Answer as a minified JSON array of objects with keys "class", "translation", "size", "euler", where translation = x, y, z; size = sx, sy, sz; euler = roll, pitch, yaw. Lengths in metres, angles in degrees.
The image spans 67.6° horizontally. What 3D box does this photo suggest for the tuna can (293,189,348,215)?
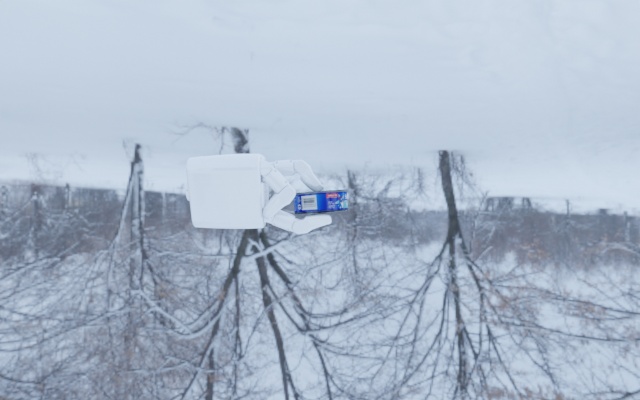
[{"class":"tuna can","translation":[0.000,0.003,0.749],"size":[0.086,0.034,0.086],"euler":[-4,0,0]}]
